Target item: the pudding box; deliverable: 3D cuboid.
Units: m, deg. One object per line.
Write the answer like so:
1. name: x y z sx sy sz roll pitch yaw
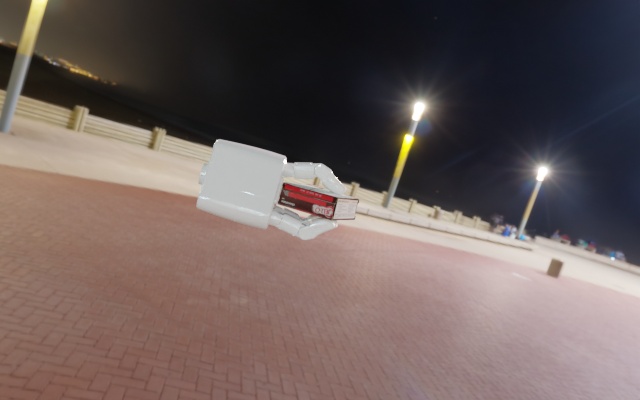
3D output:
1. pudding box: 0.000 0.002 0.726 0.090 0.039 0.113 17 7 21
